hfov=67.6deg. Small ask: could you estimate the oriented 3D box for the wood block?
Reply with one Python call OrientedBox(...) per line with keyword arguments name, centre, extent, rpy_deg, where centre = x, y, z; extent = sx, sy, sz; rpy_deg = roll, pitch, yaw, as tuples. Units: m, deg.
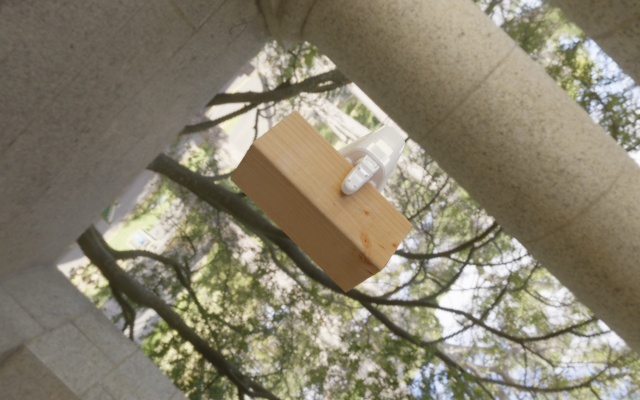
OrientedBox(name="wood block", centre=(0.001, 0.002, 0.597), extent=(0.090, 0.206, 0.091), rpy_deg=(-46, 0, -39))
